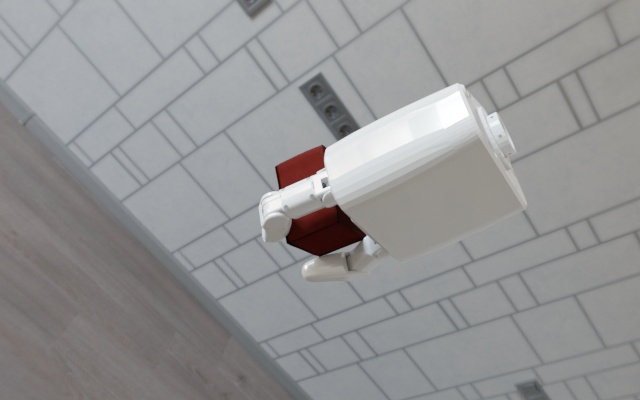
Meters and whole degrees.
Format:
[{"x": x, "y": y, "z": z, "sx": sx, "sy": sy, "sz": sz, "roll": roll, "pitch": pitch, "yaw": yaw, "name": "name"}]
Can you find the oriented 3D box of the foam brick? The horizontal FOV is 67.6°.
[{"x": 0.000, "y": 0.001, "z": 0.417, "sx": 0.051, "sy": 0.078, "sz": 0.053, "roll": -25, "pitch": -30, "yaw": 24, "name": "foam brick"}]
